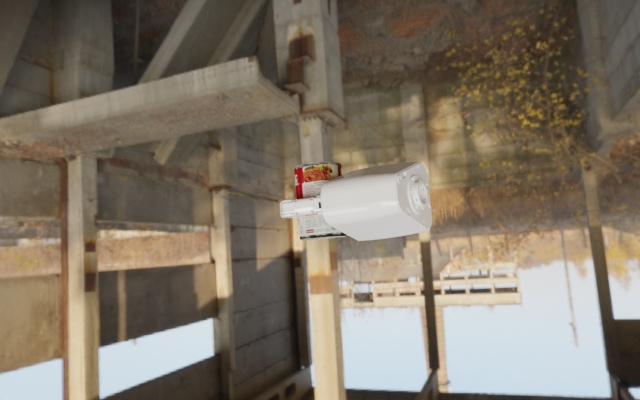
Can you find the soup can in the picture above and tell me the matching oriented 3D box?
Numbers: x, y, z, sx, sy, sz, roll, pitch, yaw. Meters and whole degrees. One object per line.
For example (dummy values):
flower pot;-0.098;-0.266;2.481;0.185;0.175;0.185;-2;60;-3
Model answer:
soup can;0.000;0.003;0.670;0.068;0.102;0.068;-5;-6;-1
